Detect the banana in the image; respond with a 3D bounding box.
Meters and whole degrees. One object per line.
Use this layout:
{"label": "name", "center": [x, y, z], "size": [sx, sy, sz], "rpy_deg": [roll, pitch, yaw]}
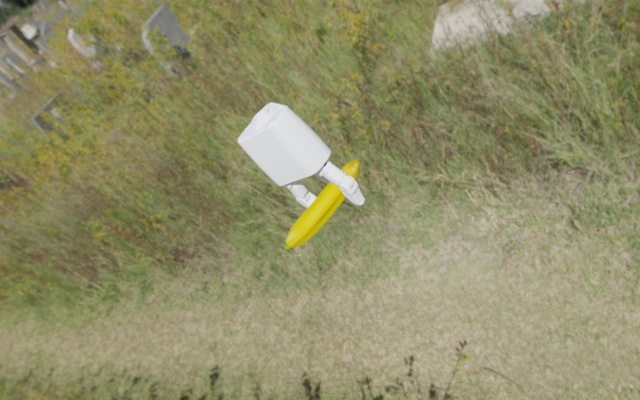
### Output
{"label": "banana", "center": [0.001, 0.010, 0.800], "size": [0.037, 0.198, 0.069], "rpy_deg": [40, 4, -17]}
